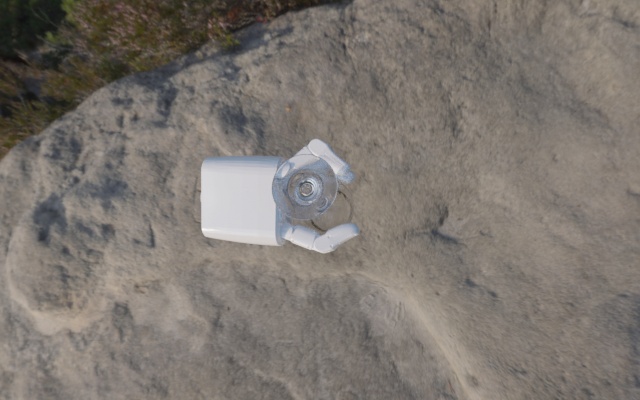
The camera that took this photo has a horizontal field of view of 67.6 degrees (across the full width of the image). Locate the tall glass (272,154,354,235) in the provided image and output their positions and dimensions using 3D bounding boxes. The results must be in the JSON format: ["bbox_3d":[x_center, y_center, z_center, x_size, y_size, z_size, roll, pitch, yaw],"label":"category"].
[{"bbox_3d":[0.000,0.002,0.617,0.079,0.079,0.201,0,-10,11],"label":"tall glass"}]
